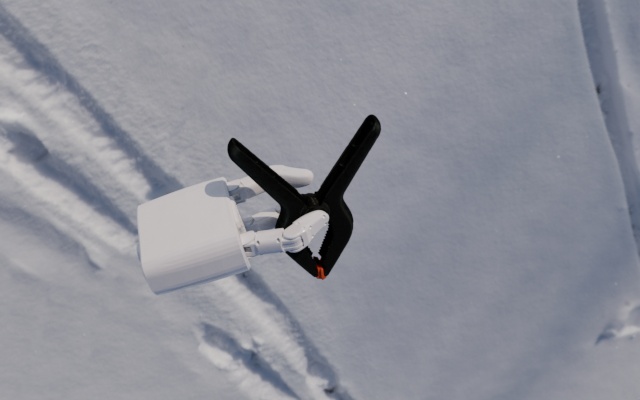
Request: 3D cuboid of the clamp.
[{"bbox_3d":[0.000,0.003,0.550,0.164,0.210,0.036,-16,34,-5],"label":"clamp"}]
